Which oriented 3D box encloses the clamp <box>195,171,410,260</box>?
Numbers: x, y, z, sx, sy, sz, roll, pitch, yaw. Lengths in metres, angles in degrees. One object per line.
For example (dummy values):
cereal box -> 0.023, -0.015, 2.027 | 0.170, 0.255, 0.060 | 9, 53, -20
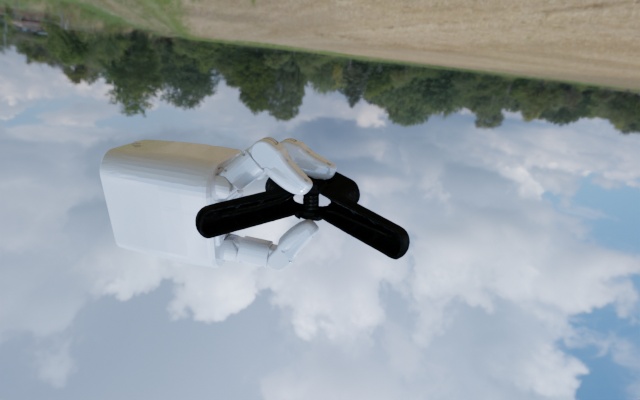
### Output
clamp -> 0.000, 0.002, 0.447 | 0.164, 0.036, 0.210 | 9, 17, 8
